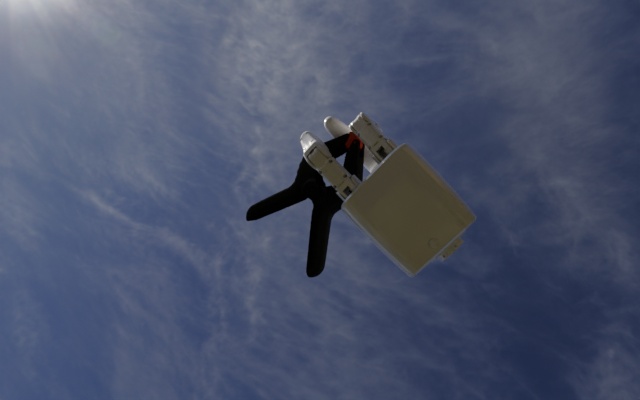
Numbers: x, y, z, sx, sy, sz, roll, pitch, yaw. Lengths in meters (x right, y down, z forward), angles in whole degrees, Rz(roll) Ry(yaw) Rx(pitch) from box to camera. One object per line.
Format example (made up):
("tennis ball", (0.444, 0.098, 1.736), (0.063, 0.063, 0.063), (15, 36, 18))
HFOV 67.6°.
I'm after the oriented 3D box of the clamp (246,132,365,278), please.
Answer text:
("clamp", (0.000, 0.002, 0.558), (0.171, 0.120, 0.039), (-46, -12, 16))
